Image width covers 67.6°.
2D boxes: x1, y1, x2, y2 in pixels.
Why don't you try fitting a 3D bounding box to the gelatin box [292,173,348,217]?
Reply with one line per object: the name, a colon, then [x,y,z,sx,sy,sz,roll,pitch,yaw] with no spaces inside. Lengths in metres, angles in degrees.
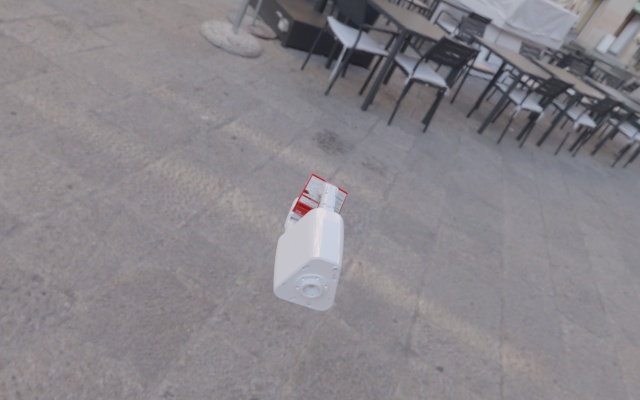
gelatin box: [0.000,0.002,0.815,0.073,0.030,0.089,28,40,-2]
